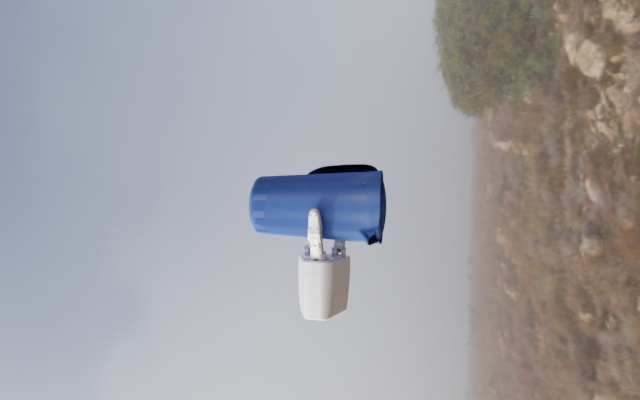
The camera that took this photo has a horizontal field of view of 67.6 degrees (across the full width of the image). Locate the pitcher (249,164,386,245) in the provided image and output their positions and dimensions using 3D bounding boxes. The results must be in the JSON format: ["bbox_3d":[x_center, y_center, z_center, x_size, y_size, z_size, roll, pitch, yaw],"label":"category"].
[{"bbox_3d":[0.000,0.003,0.886,0.243,0.145,0.149,1,3,10],"label":"pitcher"}]
